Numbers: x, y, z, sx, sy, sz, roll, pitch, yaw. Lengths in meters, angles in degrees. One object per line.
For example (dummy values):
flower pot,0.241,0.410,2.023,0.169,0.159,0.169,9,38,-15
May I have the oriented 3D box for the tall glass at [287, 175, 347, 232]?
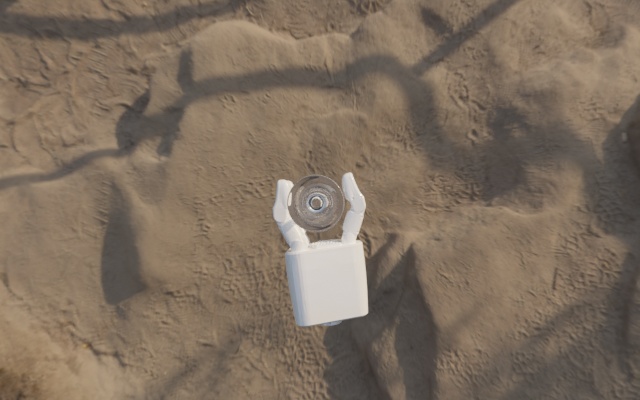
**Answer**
tall glass,0.000,0.002,0.713,0.079,0.079,0.201,0,1,4
